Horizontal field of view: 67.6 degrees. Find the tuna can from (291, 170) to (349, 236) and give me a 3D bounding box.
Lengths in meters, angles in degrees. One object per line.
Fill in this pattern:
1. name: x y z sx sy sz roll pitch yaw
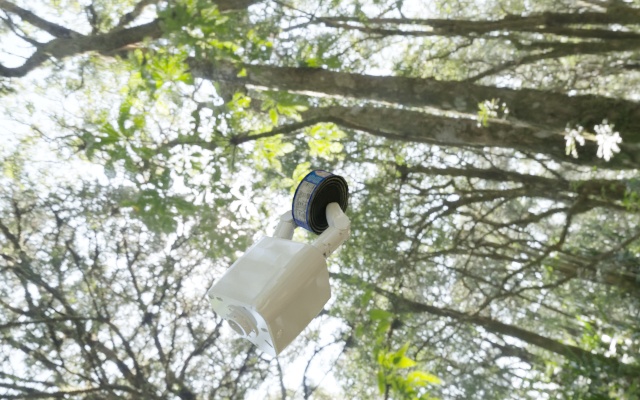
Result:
1. tuna can: 0.000 0.002 0.646 0.033 0.086 0.086 22 13 35
